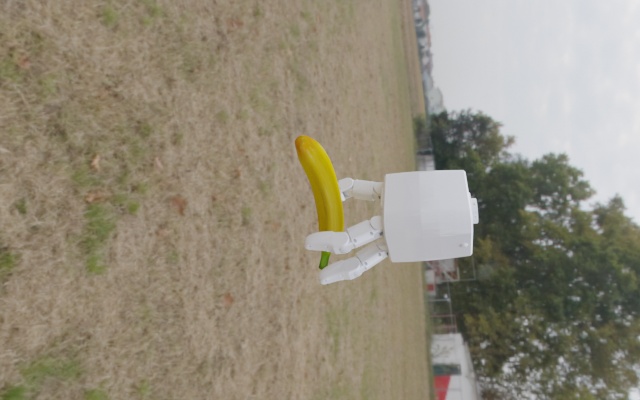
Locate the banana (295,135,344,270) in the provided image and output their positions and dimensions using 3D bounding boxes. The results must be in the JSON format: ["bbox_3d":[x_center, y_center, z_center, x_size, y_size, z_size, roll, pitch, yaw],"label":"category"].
[{"bbox_3d":[0.004,-0.005,0.620,0.037,0.198,0.069,-3,32,14],"label":"banana"}]
